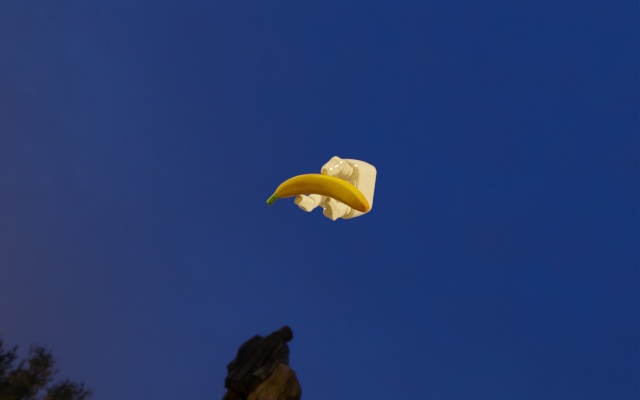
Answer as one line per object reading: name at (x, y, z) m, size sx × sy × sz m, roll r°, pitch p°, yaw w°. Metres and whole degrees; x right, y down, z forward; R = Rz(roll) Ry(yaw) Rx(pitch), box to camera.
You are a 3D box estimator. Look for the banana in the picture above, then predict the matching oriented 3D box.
banana at (0.001, -0.015, 0.854) m, size 0.198 × 0.069 × 0.037 m, roll 3°, pitch -20°, yaw 26°
